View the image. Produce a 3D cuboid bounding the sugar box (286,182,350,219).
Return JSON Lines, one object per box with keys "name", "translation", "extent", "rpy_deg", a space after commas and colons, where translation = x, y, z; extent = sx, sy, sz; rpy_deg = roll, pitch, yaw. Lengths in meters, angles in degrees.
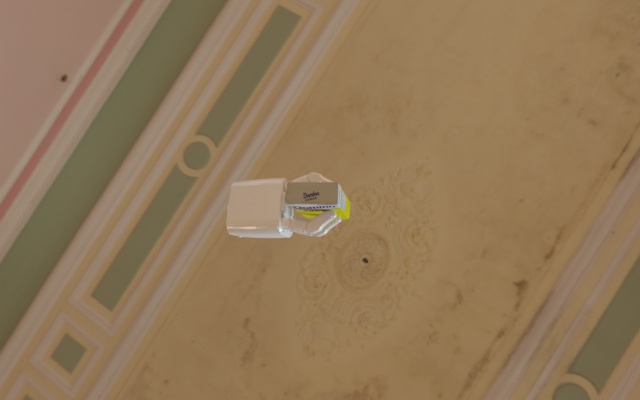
{"name": "sugar box", "translation": [0.000, 0.004, 0.897], "extent": [0.093, 0.048, 0.176], "rpy_deg": [0, -8, 11]}
